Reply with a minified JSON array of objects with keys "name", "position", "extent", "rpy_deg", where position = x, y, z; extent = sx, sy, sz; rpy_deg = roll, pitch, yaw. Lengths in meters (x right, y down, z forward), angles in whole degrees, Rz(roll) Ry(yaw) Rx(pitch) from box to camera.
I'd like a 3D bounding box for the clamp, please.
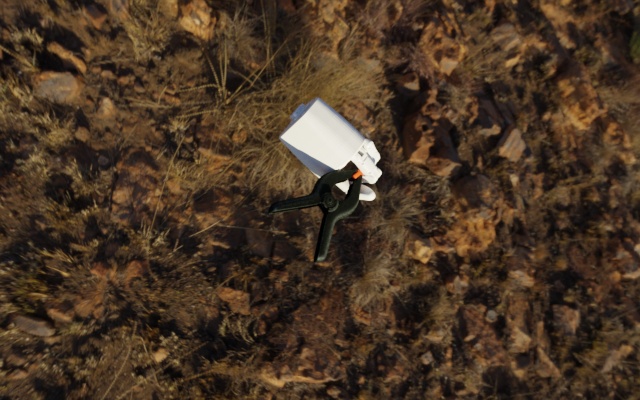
[{"name":"clamp","position":[0.001,0.002,0.781],"extent":[0.120,0.171,0.039],"rpy_deg":[42,-23,-12]}]
